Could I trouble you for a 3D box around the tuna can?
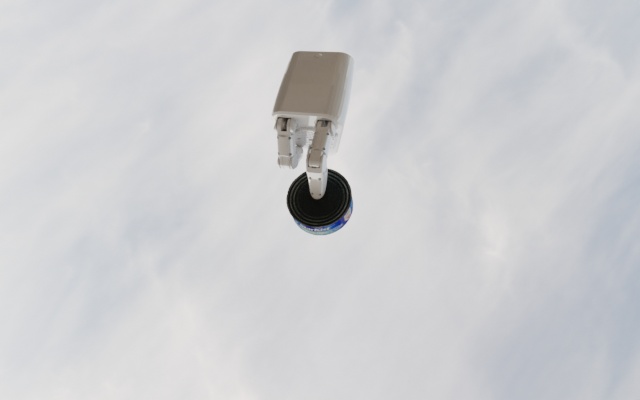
[{"bbox_3d":[0.000,0.002,0.629,0.086,0.086,0.034,0,-26,10],"label":"tuna can"}]
